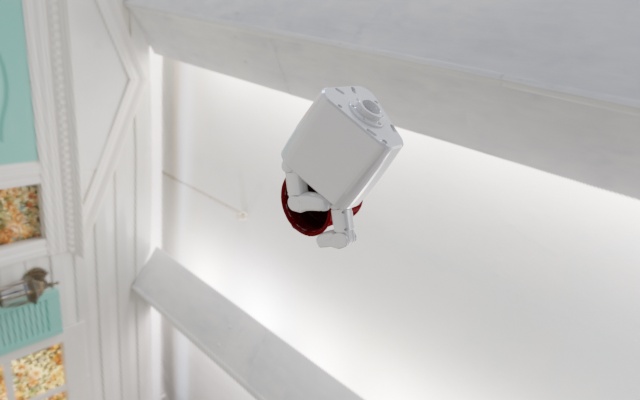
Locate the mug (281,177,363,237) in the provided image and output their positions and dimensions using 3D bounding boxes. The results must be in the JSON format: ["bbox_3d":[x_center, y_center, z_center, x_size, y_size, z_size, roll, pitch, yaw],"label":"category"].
[{"bbox_3d":[0.000,0.003,0.672,0.081,0.093,0.117,-18,-27,-46],"label":"mug"}]
